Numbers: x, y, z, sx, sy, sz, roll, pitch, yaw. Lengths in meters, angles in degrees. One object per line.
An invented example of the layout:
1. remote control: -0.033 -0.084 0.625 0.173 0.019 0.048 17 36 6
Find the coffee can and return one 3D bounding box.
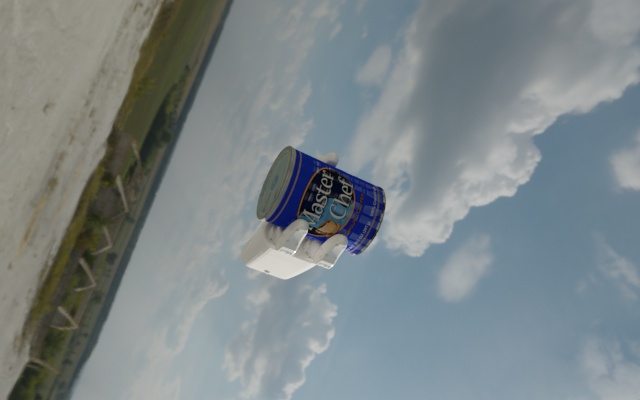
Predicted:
1. coffee can: 0.000 0.002 0.633 0.140 0.103 0.103 23 -8 -19
